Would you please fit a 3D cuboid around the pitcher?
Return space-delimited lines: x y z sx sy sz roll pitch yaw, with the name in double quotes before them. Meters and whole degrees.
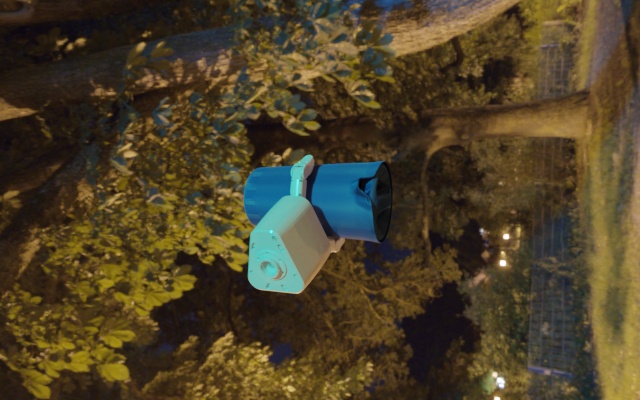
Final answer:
"pitcher" 0.000 0.003 0.827 0.243 0.149 0.145 2 28 22
